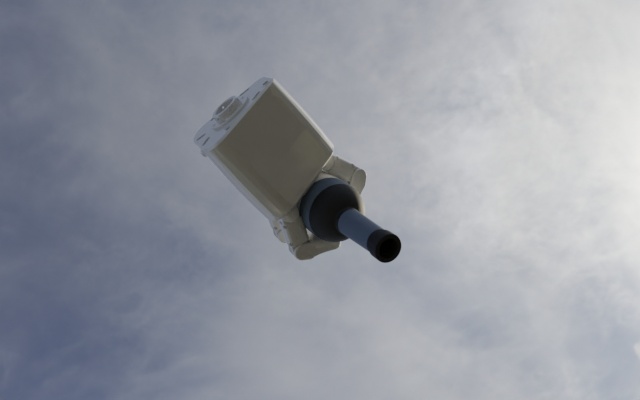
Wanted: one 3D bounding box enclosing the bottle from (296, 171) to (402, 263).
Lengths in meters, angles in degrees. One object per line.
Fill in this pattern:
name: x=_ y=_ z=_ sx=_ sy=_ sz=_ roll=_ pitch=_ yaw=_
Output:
bottle: x=0.000 y=0.002 z=0.546 sx=0.069 sy=0.069 sz=0.295 roll=0 pitch=16 yaw=-25
